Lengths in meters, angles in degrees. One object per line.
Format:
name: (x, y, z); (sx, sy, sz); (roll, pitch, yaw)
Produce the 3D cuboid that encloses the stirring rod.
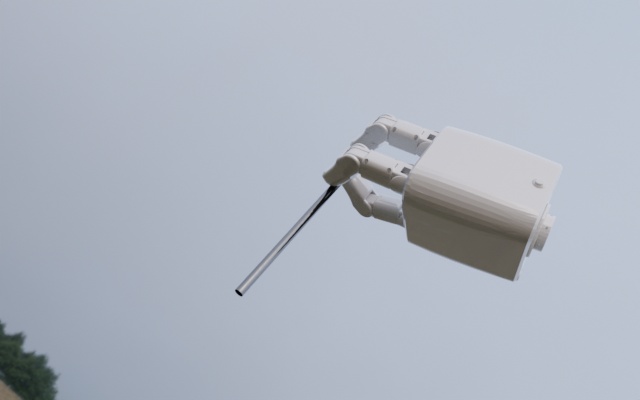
stirring rod: (0.000, 0.002, 0.451); (0.011, 0.011, 0.239); (0, 37, 43)
